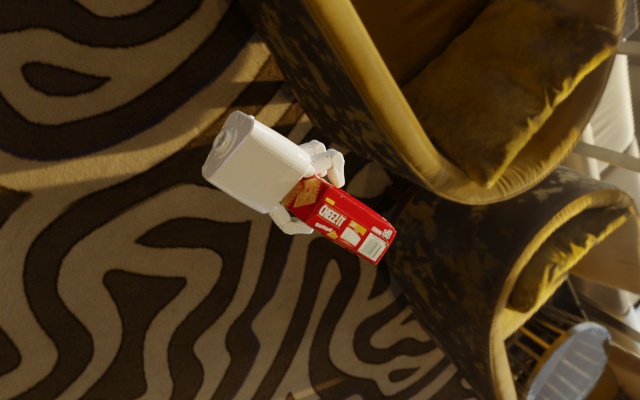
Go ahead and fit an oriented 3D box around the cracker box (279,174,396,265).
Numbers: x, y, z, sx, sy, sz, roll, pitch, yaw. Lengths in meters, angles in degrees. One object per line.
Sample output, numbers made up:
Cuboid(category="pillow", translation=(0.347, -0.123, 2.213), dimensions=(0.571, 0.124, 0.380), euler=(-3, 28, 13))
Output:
Cuboid(category="cracker box", translation=(0.000, 0.003, 0.778), dimensions=(0.164, 0.072, 0.213), euler=(32, 3, -36))
